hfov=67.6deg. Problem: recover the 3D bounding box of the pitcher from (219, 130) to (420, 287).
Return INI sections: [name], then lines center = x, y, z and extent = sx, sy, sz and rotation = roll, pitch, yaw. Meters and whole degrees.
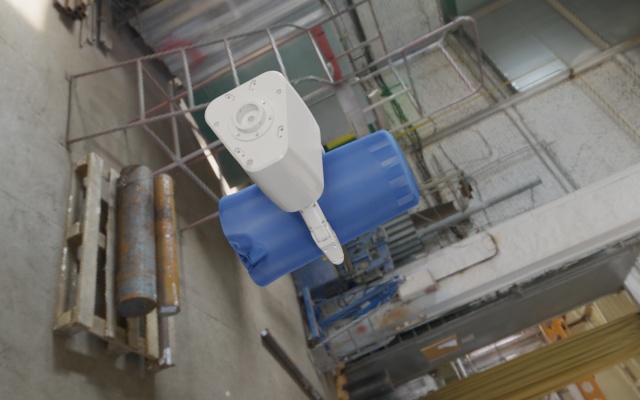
[pitcher]
center = 0.000, 0.002, 0.638
extent = 0.243, 0.149, 0.145
rotation = -25, -30, 7
